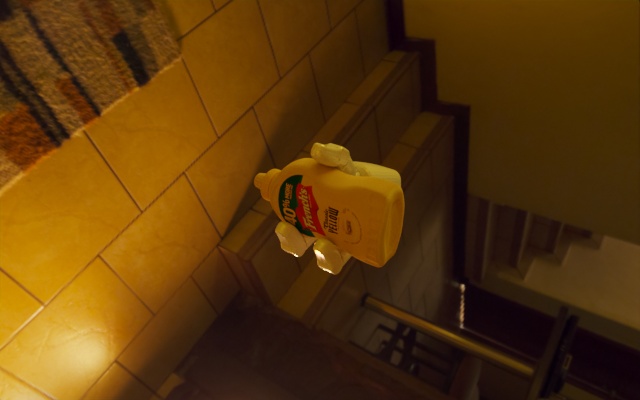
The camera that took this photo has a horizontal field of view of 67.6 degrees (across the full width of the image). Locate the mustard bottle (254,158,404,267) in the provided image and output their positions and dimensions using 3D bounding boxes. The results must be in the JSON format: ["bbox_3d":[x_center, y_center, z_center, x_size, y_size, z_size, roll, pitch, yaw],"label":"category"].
[{"bbox_3d":[0.000,0.002,0.557,0.191,0.096,0.058,20,37,30],"label":"mustard bottle"}]
